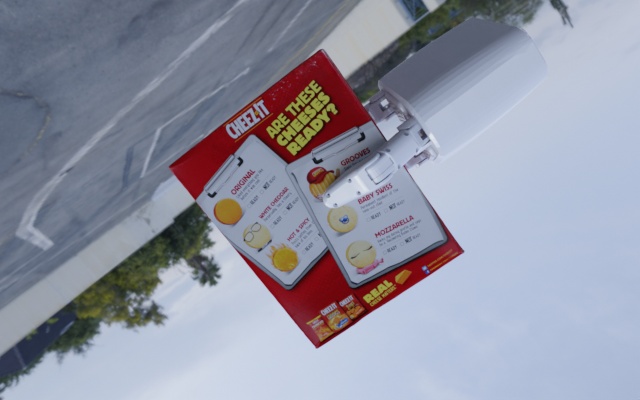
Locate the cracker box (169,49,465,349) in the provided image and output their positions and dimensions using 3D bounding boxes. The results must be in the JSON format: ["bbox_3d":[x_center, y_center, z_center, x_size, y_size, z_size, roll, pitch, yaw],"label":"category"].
[{"bbox_3d":[0.000,0.002,0.437,0.164,0.214,0.072,-35,11,8],"label":"cracker box"}]
